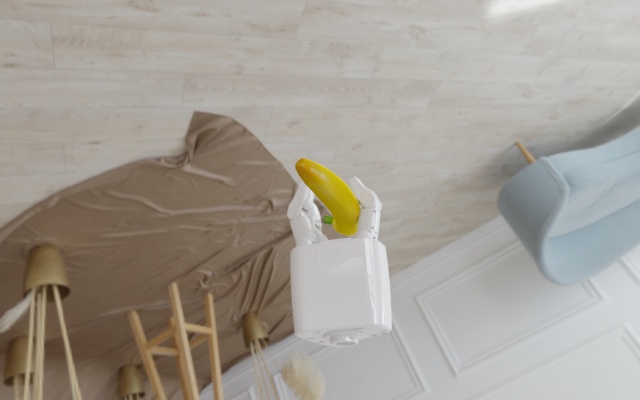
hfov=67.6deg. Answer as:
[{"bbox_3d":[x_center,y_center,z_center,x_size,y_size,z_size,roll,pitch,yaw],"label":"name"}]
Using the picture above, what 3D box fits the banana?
[{"bbox_3d":[0.018,0.007,0.611,0.069,0.037,0.198,12,-21,15],"label":"banana"}]
